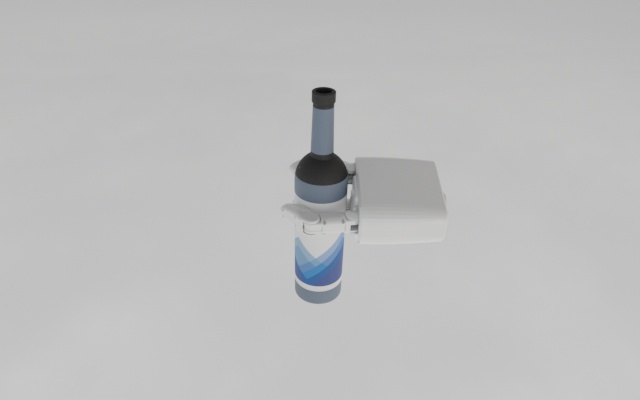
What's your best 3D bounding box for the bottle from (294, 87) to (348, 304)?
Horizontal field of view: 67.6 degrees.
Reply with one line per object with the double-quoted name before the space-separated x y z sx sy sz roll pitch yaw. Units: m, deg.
"bottle" 0.000 0.002 0.610 0.069 0.296 0.069 1 33 -1
